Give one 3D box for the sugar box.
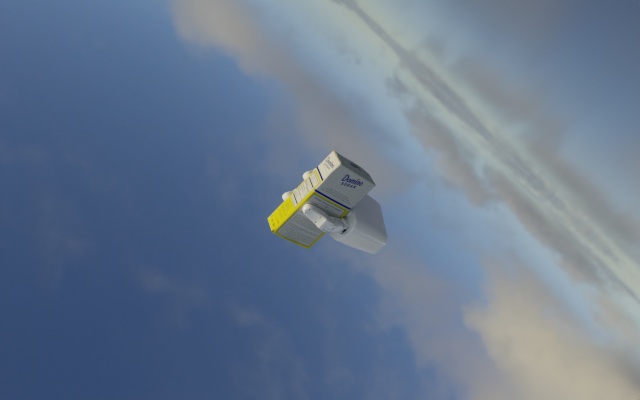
[{"bbox_3d":[0.000,0.002,0.826,0.093,0.176,0.048,29,24,-38],"label":"sugar box"}]
